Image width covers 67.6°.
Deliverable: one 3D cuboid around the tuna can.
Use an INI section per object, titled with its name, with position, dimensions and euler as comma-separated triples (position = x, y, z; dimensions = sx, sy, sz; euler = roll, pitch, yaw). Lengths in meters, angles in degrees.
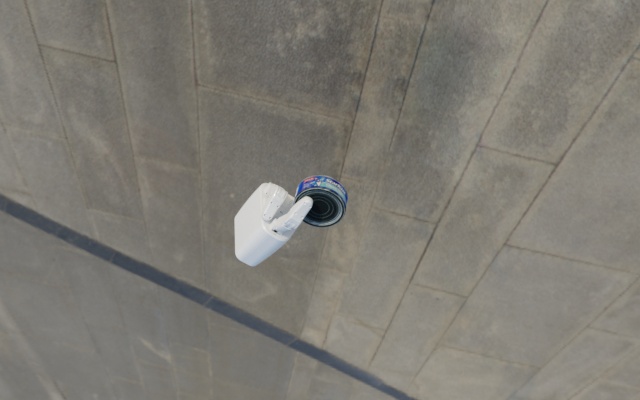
[tuna can]
position = 0.000, 0.003, 0.770
dimensions = 0.086, 0.086, 0.033
euler = 0, 39, 10
